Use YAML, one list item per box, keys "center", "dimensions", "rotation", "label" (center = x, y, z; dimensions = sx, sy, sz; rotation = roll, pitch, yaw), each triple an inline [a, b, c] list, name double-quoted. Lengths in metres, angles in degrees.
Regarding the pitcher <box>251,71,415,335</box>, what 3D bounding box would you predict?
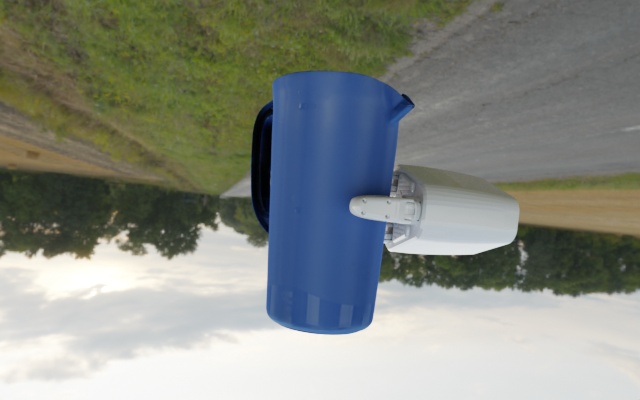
- center: [0.000, 0.002, 0.487]
  dimensions: [0.145, 0.243, 0.149]
  rotation: [5, -1, -11]
  label: "pitcher"
